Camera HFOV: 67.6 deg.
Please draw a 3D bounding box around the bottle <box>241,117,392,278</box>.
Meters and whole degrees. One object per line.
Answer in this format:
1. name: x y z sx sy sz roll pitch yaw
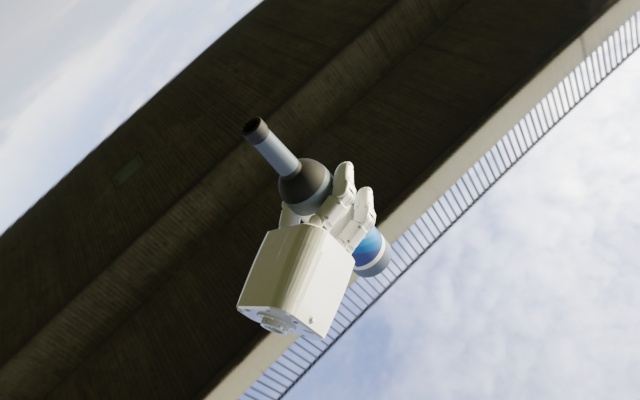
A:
1. bottle: 0.000 0.002 0.611 0.069 0.069 0.296 0 -34 38
